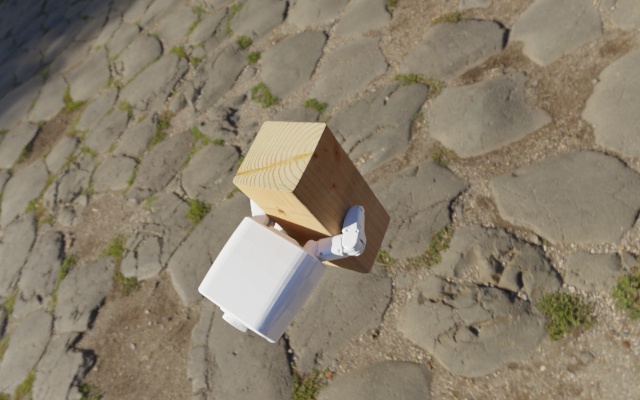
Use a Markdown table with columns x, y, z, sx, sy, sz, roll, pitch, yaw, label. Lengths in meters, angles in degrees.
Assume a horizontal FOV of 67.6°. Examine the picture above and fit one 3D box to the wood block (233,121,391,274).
| x | y | z | sx | sy | sz | roll | pitch | yaw | label |
| --- | --- | --- | --- | --- | --- | --- | --- | --- | --- |
| 0.000 | 0.002 | 0.592 | 0.091 | 0.090 | 0.206 | 9 | -26 | 35 | wood block |
